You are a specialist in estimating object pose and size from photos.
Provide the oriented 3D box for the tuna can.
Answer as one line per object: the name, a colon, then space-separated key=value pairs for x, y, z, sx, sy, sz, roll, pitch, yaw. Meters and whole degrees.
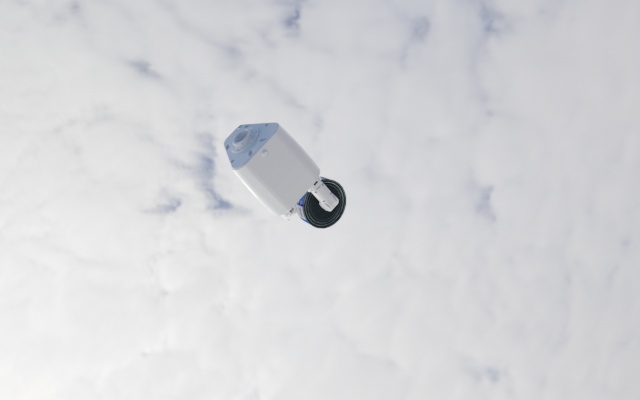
tuna can: x=0.000 y=0.003 z=0.813 sx=0.086 sy=0.086 sz=0.033 roll=0 pitch=14 yaw=-33
